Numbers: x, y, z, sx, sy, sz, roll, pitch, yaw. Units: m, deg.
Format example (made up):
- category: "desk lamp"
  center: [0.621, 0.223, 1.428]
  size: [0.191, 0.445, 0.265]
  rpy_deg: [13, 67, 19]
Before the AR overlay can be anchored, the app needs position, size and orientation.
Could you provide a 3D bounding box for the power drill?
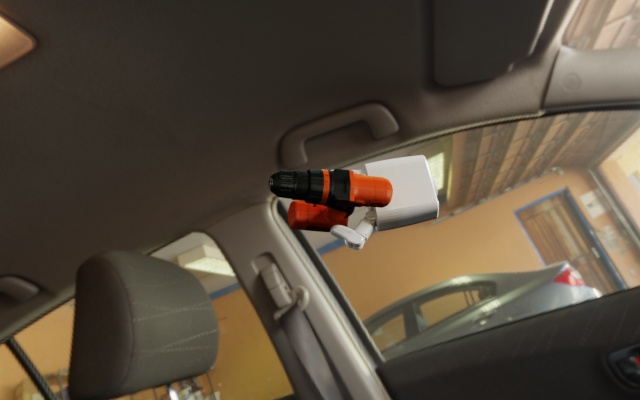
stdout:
- category: "power drill"
  center: [0.000, 0.003, 0.759]
  size: [0.184, 0.057, 0.188]
  rpy_deg: [6, -17, -12]
